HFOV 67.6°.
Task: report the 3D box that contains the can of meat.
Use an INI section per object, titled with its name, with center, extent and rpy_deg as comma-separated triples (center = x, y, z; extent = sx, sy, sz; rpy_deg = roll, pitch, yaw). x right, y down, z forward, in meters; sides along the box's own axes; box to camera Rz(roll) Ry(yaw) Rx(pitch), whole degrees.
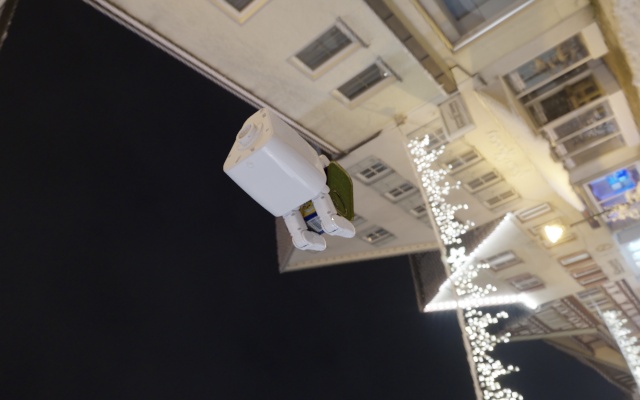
[can of meat]
center = 0.000, 0.002, 0.723
extent = 0.084, 0.102, 0.057
rpy_deg = -29, -51, 28
